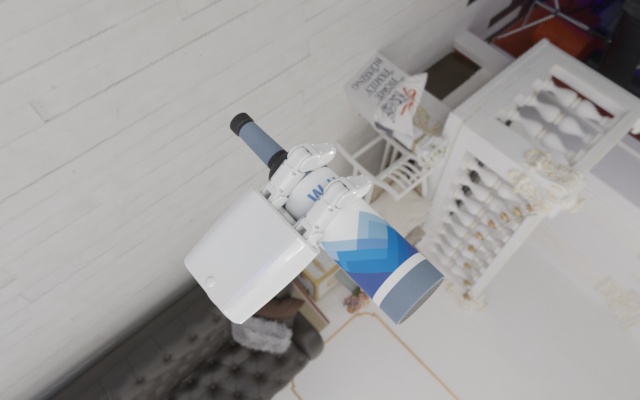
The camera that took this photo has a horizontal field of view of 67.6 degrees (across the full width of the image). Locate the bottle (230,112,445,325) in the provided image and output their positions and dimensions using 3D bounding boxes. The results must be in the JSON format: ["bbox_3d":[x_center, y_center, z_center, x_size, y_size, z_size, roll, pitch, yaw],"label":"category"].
[{"bbox_3d":[0.000,0.002,0.515,0.295,0.069,0.069,45,20,22],"label":"bottle"}]
